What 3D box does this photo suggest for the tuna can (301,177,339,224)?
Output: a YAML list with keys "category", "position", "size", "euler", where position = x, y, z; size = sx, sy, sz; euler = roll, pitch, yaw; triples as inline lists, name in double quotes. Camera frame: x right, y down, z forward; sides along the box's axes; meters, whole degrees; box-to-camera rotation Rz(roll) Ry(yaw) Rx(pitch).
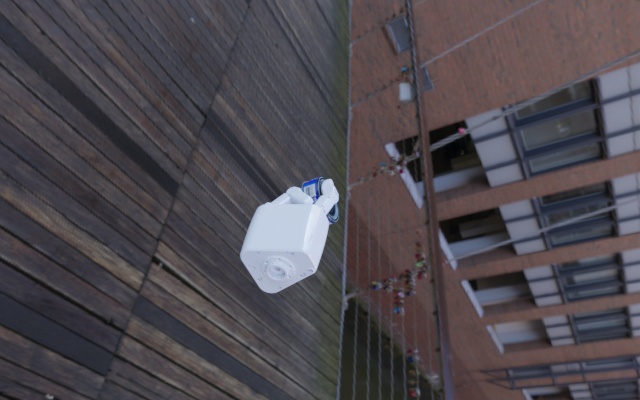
- category: "tuna can"
  position: [0.001, 0.003, 0.838]
  size: [0.034, 0.086, 0.086]
  euler: [-19, -7, 19]
